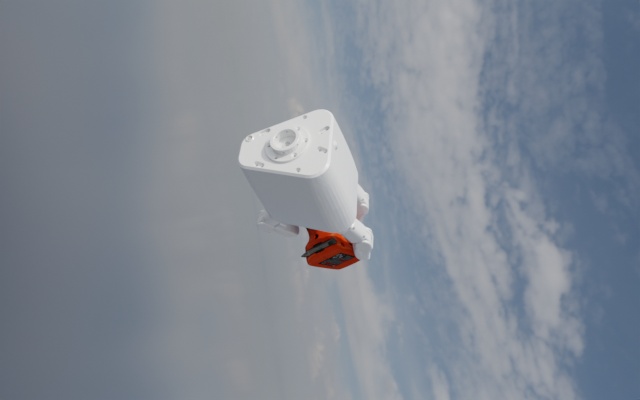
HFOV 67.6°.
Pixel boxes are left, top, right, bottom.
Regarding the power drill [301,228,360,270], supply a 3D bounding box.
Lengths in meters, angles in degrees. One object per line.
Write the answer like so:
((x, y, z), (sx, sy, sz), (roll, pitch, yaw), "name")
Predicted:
((0.000, 0.003, 0.676), (0.057, 0.187, 0.184), (-30, -22, 20), "power drill")
